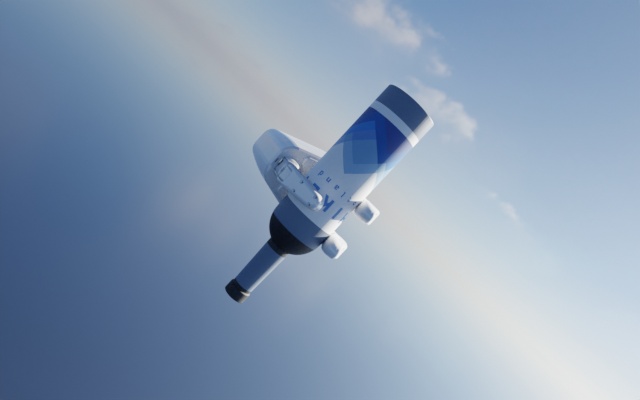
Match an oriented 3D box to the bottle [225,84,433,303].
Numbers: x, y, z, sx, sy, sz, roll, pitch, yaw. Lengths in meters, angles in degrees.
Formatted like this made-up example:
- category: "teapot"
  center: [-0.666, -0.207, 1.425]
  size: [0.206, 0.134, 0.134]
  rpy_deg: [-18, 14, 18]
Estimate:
- category: "bottle"
  center: [0.000, 0.002, 0.539]
  size: [0.069, 0.296, 0.069]
  rpy_deg: [43, 5, -4]
